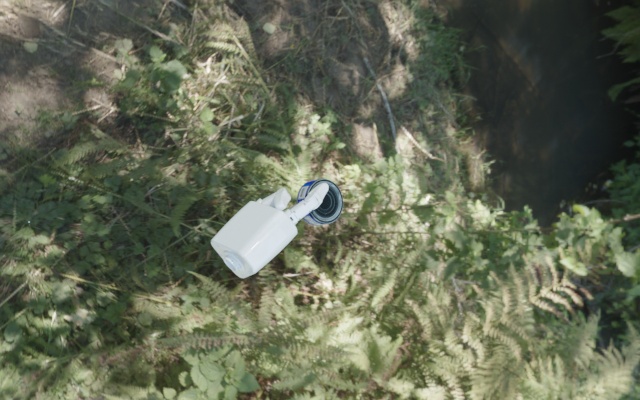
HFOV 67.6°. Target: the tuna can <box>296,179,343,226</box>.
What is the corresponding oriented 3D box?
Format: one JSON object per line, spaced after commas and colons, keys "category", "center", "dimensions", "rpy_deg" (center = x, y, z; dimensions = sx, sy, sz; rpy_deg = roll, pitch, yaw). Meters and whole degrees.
{"category": "tuna can", "center": [0.001, 0.003, 0.881], "dimensions": [0.086, 0.086, 0.034], "rpy_deg": [0, -6, -36]}
